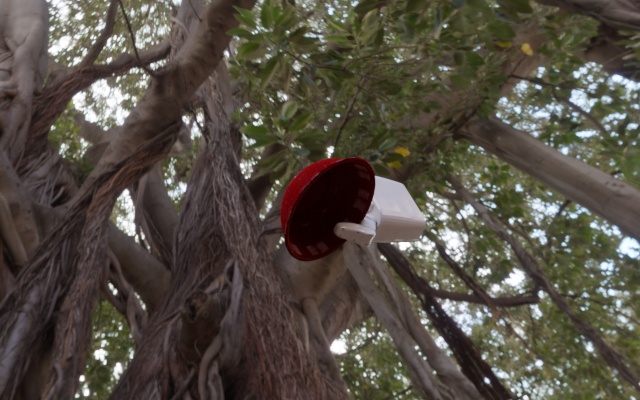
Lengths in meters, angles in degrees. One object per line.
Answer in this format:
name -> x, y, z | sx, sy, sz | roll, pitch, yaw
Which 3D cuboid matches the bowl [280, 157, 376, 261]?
bowl -> -0.001, 0.002, 0.651 | 0.055, 0.162, 0.162 | 38, 23, 34
